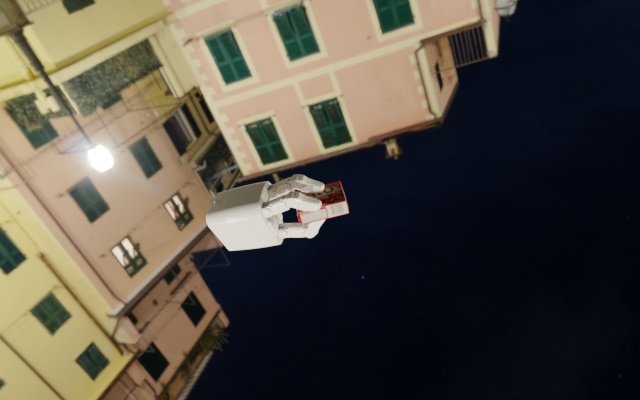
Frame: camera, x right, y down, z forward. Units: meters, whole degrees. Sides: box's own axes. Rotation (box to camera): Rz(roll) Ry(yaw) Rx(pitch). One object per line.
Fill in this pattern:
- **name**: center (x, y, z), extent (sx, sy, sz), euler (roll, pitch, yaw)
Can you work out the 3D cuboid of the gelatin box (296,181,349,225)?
- **gelatin box**: center (0.001, 0.003, 0.852), extent (0.089, 0.030, 0.073), euler (-14, 32, 1)
